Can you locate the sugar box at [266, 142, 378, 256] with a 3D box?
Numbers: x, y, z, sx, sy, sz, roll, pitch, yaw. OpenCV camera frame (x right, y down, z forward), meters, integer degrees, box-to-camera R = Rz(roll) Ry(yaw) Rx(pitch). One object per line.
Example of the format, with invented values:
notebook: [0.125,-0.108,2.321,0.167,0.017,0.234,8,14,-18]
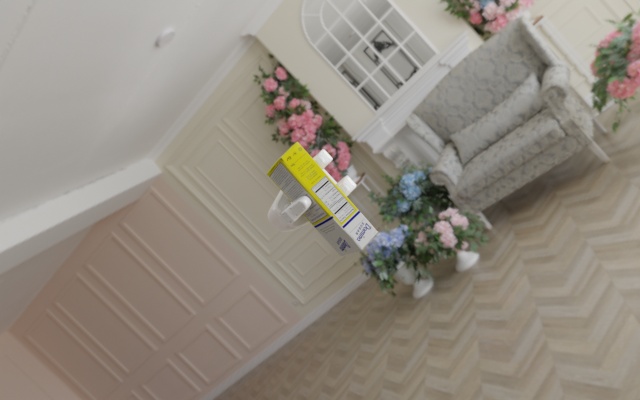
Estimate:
sugar box: [0.000,0.002,0.713,0.048,0.176,0.093,-45,4,-20]
